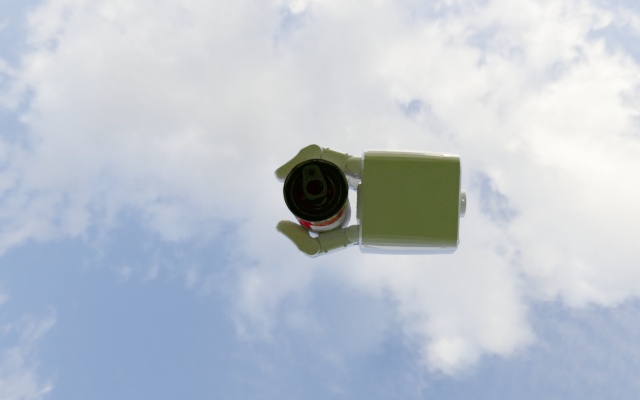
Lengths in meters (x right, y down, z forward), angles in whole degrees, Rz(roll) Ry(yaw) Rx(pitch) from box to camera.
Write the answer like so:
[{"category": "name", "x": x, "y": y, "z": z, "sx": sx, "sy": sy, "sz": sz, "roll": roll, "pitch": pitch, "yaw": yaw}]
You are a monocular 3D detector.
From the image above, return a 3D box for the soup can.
[{"category": "soup can", "x": 0.000, "y": 0.002, "z": 0.534, "sx": 0.068, "sy": 0.068, "sz": 0.102, "roll": 0, "pitch": -15, "yaw": 6}]
